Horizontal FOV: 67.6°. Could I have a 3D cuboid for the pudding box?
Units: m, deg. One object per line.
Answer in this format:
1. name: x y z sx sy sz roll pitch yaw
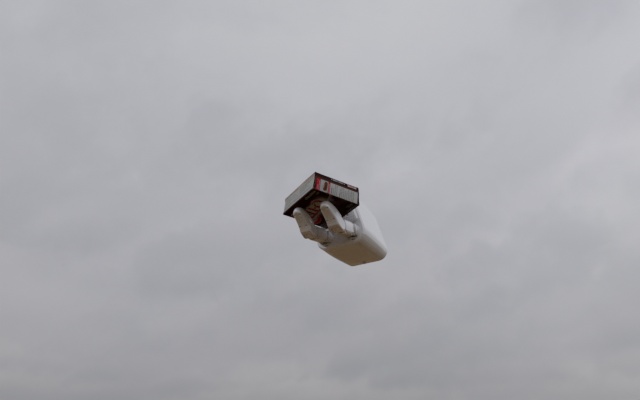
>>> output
1. pudding box: 0.000 0.003 0.818 0.090 0.039 0.113 18 -35 -24
